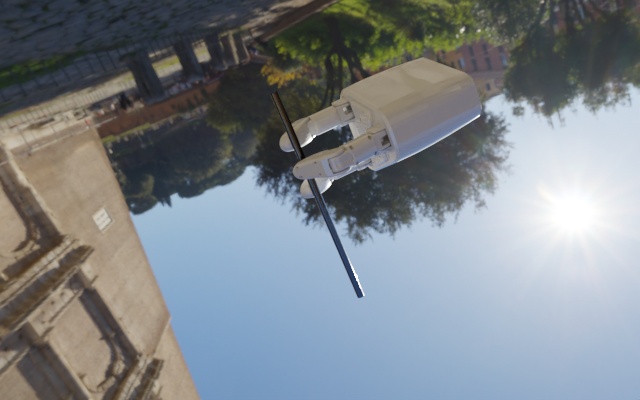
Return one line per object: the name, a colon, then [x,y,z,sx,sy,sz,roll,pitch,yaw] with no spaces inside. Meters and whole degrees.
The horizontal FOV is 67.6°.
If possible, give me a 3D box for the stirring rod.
stirring rod: [0.000,0.002,0.496,0.011,0.239,0.011,-21,18,7]
